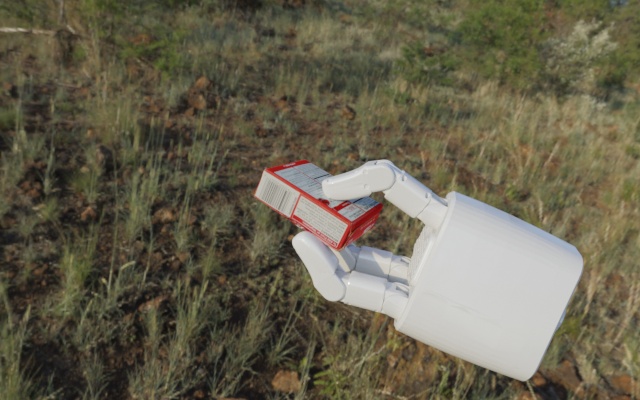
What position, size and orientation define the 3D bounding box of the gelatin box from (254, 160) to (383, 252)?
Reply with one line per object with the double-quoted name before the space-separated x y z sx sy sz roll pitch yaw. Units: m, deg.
"gelatin box" 0.000 0.001 0.407 0.089 0.030 0.073 32 23 16
